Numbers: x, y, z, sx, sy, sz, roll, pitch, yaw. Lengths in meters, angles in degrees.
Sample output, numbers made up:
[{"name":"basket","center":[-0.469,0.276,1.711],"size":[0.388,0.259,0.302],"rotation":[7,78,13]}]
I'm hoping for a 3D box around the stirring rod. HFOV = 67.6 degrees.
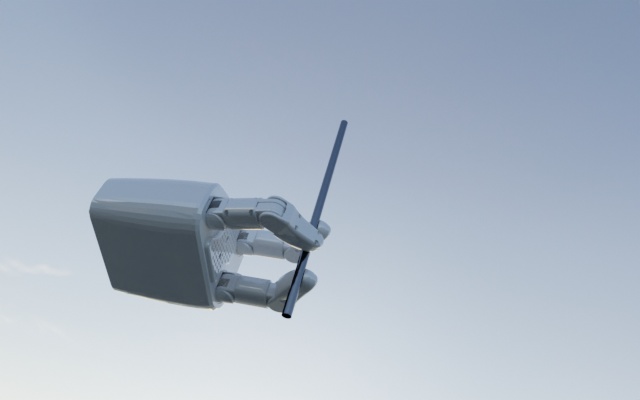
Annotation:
[{"name":"stirring rod","center":[0.000,0.001,0.441],"size":[0.011,0.239,0.011],"rotation":[9,-42,8]}]
